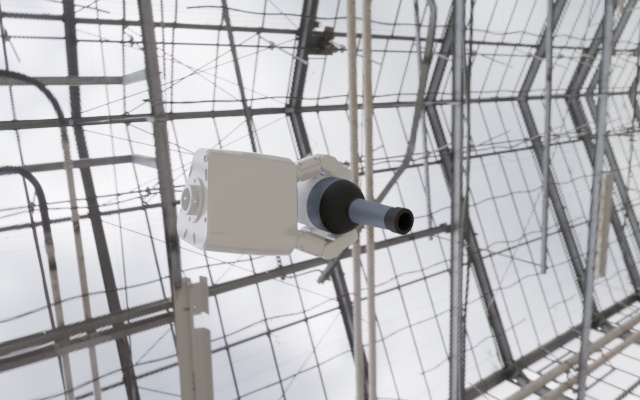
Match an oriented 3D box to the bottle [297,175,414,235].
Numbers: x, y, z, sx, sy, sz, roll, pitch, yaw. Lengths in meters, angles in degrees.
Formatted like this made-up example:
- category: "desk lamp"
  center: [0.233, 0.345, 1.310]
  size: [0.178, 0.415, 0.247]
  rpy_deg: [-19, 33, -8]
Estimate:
- category: "bottle"
  center: [0.000, 0.002, 0.596]
  size: [0.069, 0.069, 0.295]
  rpy_deg: [0, 8, -35]
